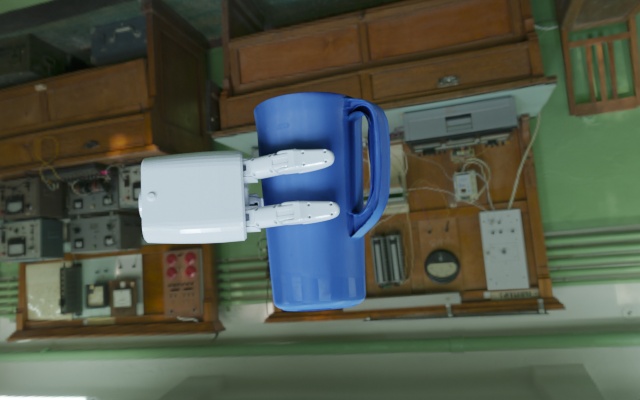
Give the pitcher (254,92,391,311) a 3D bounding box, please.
[{"bbox_3d":[0.000,0.002,0.562,0.145,0.243,0.149,-3,-7,-7],"label":"pitcher"}]
